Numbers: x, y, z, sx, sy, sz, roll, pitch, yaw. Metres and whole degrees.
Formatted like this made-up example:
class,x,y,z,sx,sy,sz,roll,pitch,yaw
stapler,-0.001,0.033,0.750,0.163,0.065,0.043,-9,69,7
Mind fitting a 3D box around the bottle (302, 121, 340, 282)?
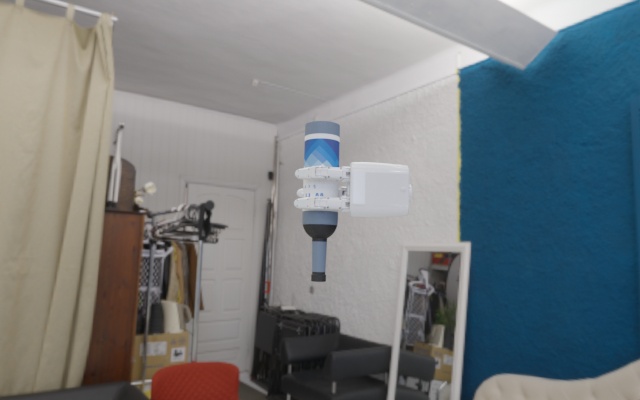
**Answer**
class,x,y,z,sx,sy,sz,roll,pitch,yaw
bottle,0.000,0.003,0.895,0.069,0.295,0.069,1,-6,0
